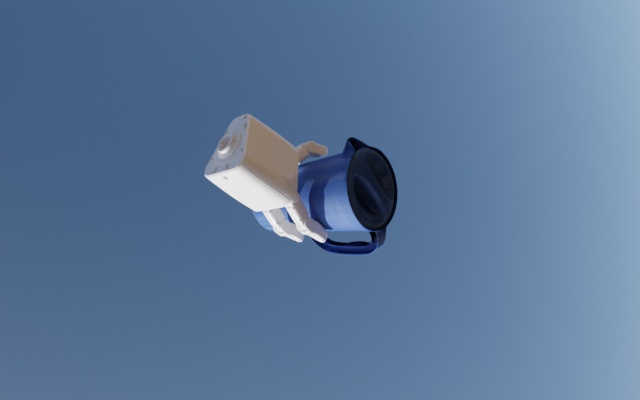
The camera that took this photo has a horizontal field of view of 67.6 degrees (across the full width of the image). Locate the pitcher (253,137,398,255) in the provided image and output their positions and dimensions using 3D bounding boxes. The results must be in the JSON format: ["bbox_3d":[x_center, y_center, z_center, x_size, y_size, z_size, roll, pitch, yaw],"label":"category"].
[{"bbox_3d":[0.000,0.003,0.809,0.243,0.149,0.145,-8,-31,42],"label":"pitcher"}]
